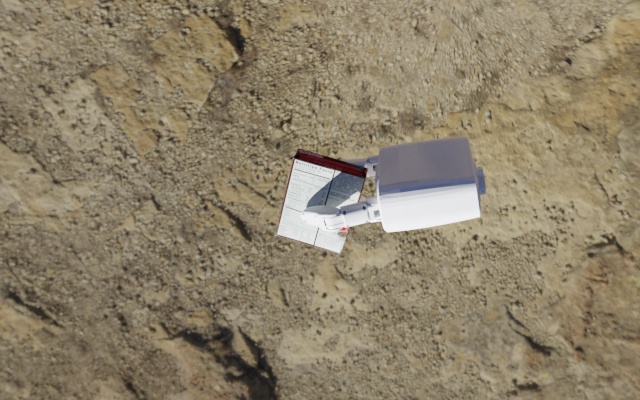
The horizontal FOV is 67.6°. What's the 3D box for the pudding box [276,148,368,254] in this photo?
[{"bbox_3d":[0.000,0.002,0.587,0.090,0.113,0.039,17,24,2],"label":"pudding box"}]
